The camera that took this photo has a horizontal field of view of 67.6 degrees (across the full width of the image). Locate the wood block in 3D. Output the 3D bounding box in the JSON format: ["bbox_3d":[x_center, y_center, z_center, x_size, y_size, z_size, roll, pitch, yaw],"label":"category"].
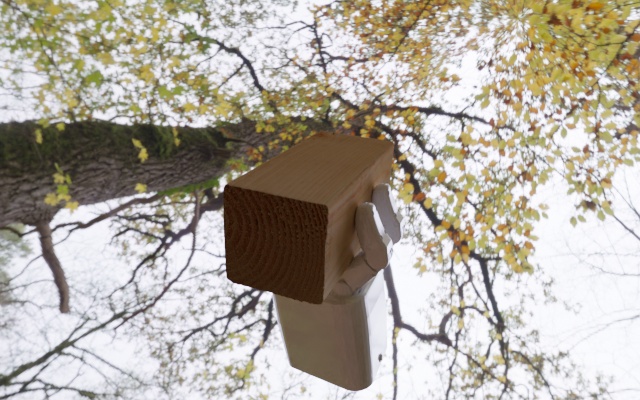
[{"bbox_3d":[0.000,0.002,0.463,0.091,0.090,0.206,11,23,19],"label":"wood block"}]
